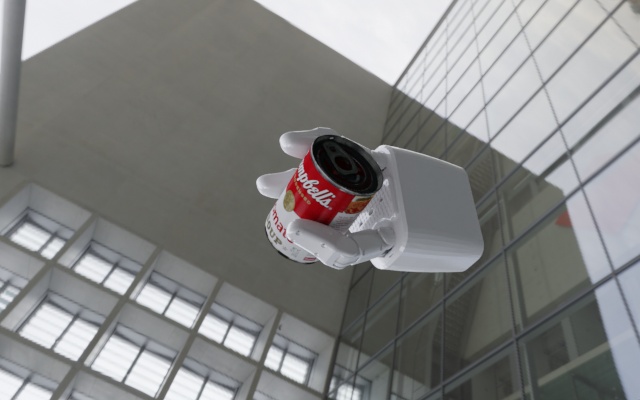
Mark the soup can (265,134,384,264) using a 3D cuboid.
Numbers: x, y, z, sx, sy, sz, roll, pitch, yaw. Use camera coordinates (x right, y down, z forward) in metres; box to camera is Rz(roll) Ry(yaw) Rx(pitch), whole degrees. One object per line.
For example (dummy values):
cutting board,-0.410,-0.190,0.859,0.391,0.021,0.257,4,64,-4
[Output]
soup can,0.000,0.002,0.424,0.068,0.068,0.102,0,-40,-36
